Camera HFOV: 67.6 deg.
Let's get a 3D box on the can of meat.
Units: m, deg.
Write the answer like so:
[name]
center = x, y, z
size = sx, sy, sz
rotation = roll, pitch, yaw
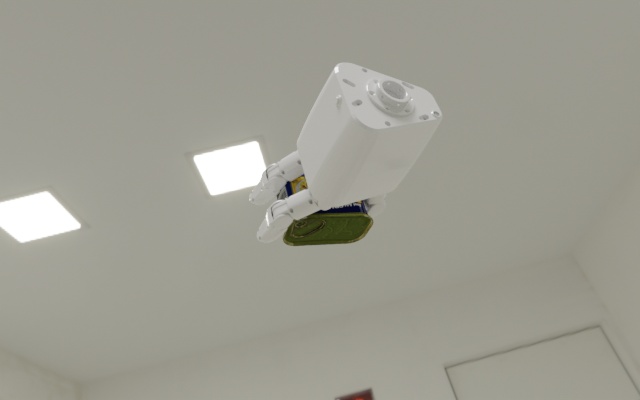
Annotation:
[can of meat]
center = 0.000, 0.002, 0.558
size = 0.102, 0.084, 0.057
rotation = -1, -36, -21
